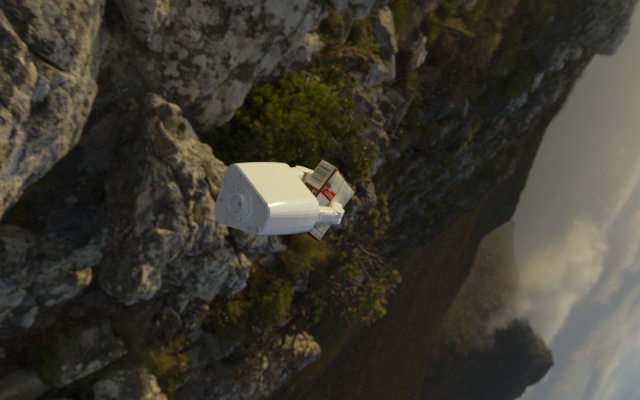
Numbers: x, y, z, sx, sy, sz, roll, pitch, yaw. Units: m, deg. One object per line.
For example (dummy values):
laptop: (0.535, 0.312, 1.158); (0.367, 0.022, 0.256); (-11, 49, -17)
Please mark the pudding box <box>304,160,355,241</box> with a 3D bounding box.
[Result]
pudding box: (0.000, 0.003, 0.797); (0.039, 0.113, 0.090); (34, -7, 34)
